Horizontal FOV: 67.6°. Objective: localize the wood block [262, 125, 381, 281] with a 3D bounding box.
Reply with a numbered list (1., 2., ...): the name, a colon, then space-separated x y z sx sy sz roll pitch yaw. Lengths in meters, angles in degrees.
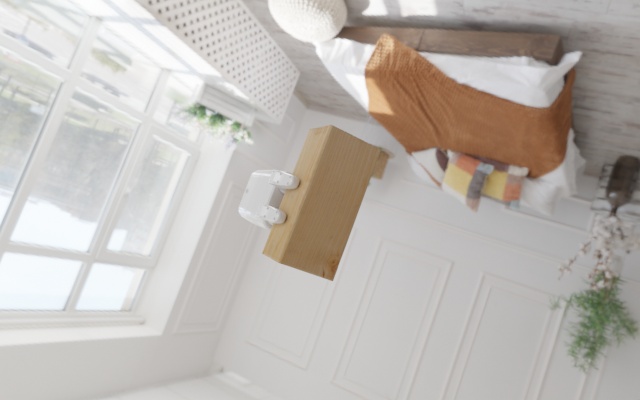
1. wood block: 0.000 0.003 0.715 0.091 0.206 0.090 23 -6 -23
